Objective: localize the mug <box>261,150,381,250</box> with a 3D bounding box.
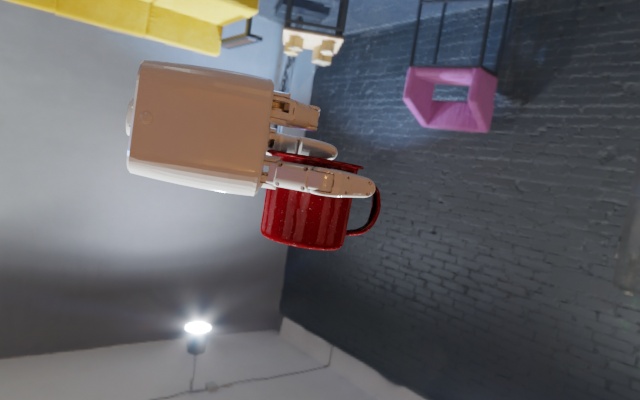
[{"bbox_3d":[0.001,0.002,0.459,0.117,0.081,0.093,9,4,-10],"label":"mug"}]
